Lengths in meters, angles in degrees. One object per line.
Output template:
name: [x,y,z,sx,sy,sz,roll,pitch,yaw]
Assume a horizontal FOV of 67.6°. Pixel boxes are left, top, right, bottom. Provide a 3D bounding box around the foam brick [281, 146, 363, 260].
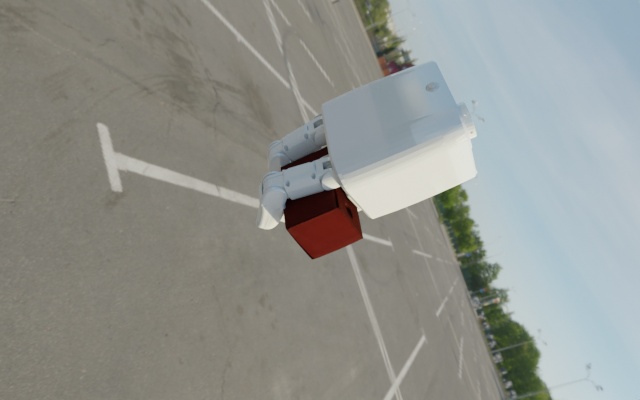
foam brick: [0.000,0.002,0.428,0.051,0.078,0.053,-22,-43,15]
